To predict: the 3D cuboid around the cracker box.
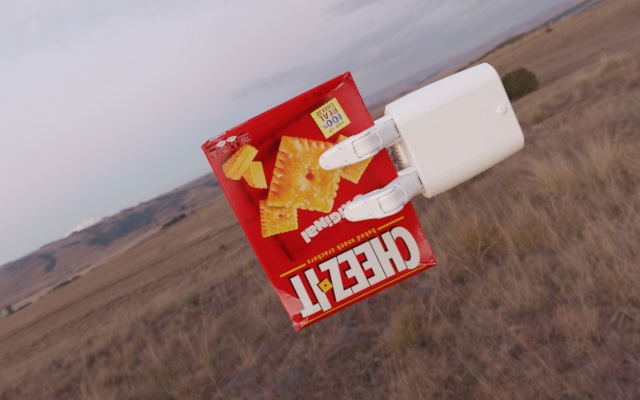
[{"bbox_3d":[0.000,0.001,0.495,0.164,0.214,0.072,-26,8,2],"label":"cracker box"}]
